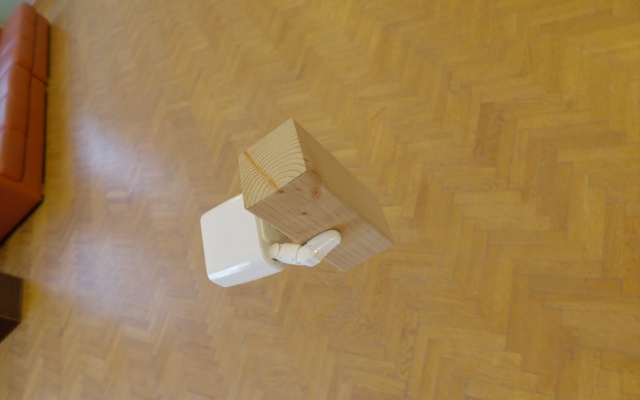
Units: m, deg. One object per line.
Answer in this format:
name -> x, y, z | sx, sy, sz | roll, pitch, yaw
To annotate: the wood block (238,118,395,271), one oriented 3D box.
wood block -> 0.000, 0.002, 0.615 | 0.090, 0.090, 0.206 | -31, -42, 20
